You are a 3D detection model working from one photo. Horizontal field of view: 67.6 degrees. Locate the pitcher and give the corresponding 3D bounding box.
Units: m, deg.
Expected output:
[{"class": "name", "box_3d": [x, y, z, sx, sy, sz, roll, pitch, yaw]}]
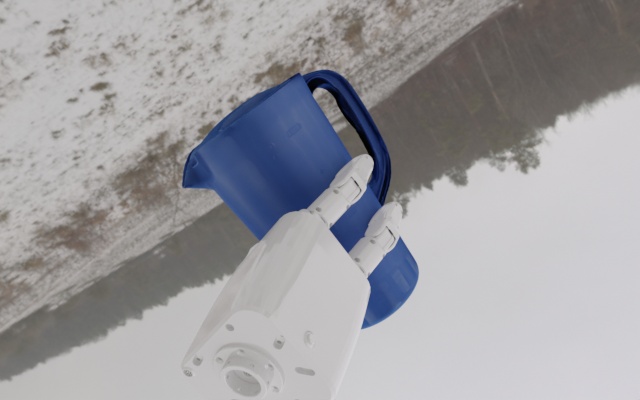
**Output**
[{"class": "pitcher", "box_3d": [0.000, 0.002, 0.475, 0.149, 0.243, 0.145, -28, 18, 28]}]
